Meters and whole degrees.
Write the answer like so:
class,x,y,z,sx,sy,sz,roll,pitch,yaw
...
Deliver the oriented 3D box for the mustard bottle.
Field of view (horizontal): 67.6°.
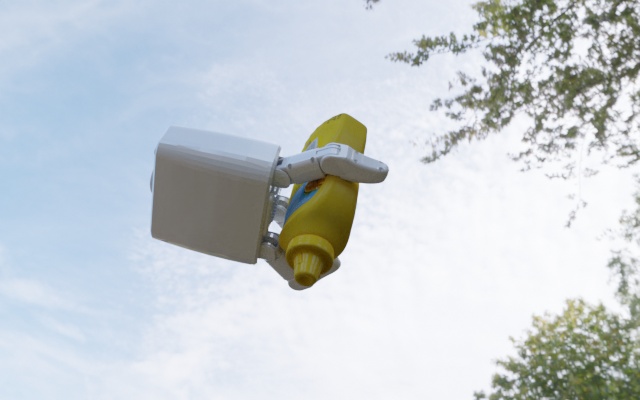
class,x,y,z,sx,sy,sz,roll,pitch,yaw
mustard bottle,0.000,0.001,0.457,0.058,0.191,0.096,31,-51,-16
